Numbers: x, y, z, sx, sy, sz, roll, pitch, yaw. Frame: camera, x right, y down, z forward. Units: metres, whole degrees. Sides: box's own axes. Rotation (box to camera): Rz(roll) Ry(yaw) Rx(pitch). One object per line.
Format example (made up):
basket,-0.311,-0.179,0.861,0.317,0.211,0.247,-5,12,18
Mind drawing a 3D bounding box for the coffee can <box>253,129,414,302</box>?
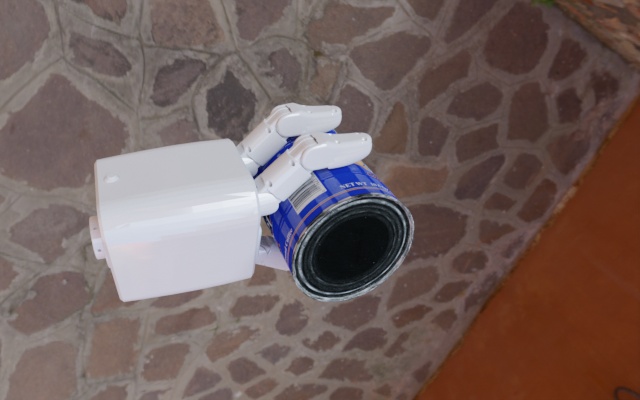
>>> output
coffee can,0.000,0.001,0.413,0.103,0.103,0.140,0,33,-27
